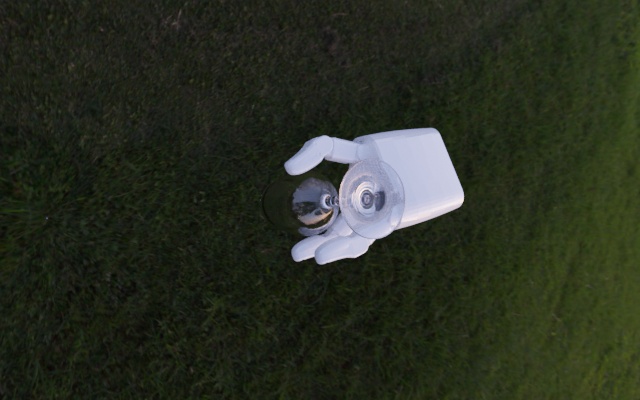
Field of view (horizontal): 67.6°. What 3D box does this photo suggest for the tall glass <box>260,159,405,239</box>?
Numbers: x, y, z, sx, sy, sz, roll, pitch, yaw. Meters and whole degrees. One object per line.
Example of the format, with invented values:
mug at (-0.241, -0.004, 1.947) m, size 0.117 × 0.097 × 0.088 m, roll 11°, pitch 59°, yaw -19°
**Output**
tall glass at (0.000, 0.002, 0.523) m, size 0.079 × 0.079 × 0.201 m, roll 0°, pitch -2°, yaw -30°
